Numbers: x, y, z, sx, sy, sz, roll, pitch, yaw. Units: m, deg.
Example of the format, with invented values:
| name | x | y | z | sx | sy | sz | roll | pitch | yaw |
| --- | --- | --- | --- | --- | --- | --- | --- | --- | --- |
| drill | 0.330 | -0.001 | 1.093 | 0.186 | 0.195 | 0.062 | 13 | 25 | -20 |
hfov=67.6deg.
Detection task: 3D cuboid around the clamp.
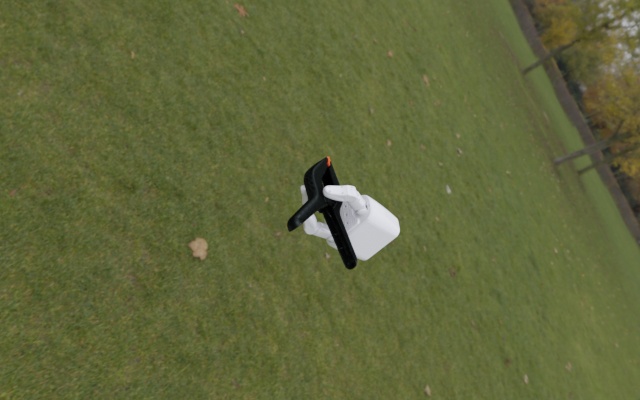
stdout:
| name | x | y | z | sx | sy | sz | roll | pitch | yaw |
| --- | --- | --- | --- | --- | --- | --- | --- | --- | --- |
| clamp | 0.001 | 0.002 | 0.834 | 0.036 | 0.209 | 0.165 | -27 | -39 | 30 |
